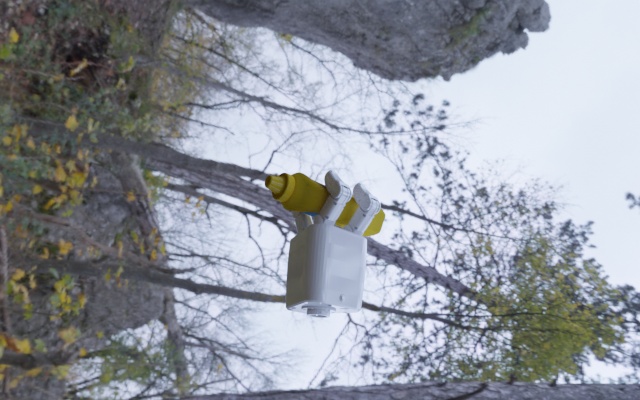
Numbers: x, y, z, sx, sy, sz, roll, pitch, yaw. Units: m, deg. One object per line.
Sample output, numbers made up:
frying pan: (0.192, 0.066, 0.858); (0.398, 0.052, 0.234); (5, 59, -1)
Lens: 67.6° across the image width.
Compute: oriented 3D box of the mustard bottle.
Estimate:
mustard bottle: (0.000, 0.002, 0.714); (0.192, 0.058, 0.096); (21, -1, -35)
